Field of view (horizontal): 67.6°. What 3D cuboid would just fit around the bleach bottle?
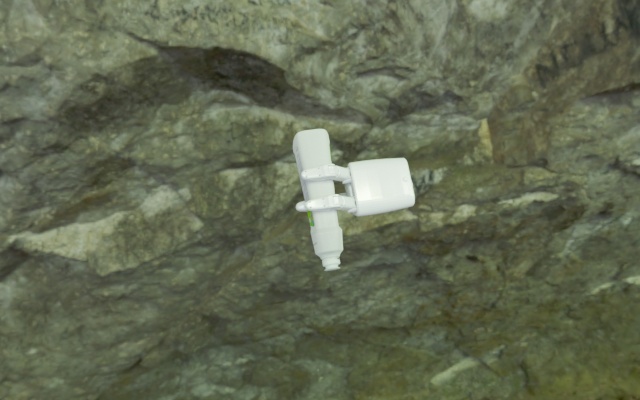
[{"bbox_3d":[0.000,0.003,0.872,0.068,0.250,0.102,-8,-14,-6],"label":"bleach bottle"}]
